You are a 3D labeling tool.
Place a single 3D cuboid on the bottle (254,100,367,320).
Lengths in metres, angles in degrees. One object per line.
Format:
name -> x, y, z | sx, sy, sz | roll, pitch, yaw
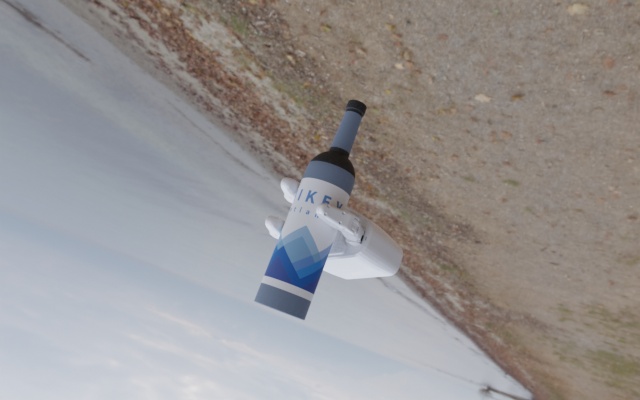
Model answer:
bottle -> 0.000, 0.002, 0.619 | 0.069, 0.295, 0.069 | 20, -14, 5
